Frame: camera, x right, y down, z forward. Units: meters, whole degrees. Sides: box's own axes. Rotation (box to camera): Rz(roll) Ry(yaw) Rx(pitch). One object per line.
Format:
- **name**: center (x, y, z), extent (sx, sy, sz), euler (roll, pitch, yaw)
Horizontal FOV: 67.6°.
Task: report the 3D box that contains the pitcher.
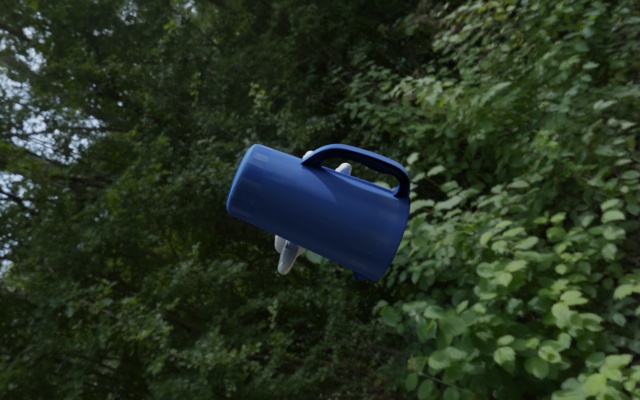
- **pitcher**: center (0.000, 0.002, 0.680), extent (0.243, 0.149, 0.145), euler (22, -21, -4)
